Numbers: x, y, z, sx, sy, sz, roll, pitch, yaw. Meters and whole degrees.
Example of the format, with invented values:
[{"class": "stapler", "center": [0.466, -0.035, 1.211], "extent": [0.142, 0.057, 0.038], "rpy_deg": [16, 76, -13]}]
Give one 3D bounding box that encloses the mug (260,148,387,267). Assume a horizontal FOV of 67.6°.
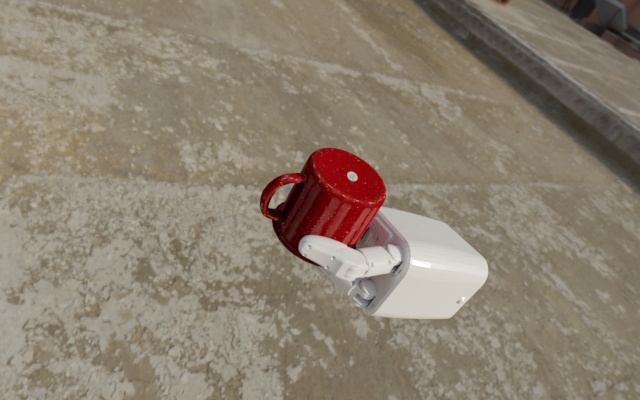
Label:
[{"class": "mug", "center": [-0.001, 0.001, 0.455], "extent": [0.117, 0.081, 0.093], "rpy_deg": [12, 39, -25]}]
